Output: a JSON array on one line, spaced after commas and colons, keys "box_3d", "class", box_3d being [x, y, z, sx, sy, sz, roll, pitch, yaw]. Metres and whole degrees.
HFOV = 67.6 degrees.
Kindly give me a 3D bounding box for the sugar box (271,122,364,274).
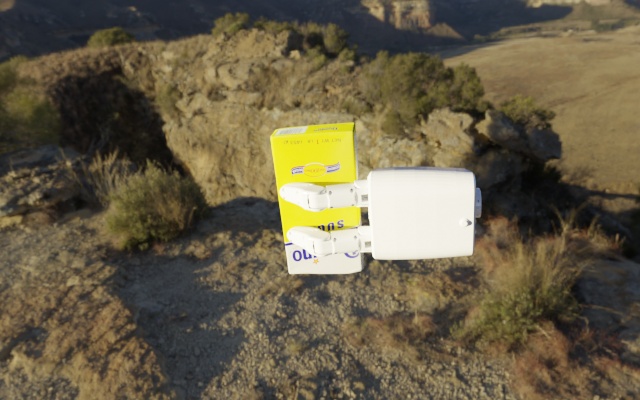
[{"box_3d": [0.000, 0.002, 0.557, 0.093, 0.176, 0.048, -3, 22, 9], "class": "sugar box"}]
